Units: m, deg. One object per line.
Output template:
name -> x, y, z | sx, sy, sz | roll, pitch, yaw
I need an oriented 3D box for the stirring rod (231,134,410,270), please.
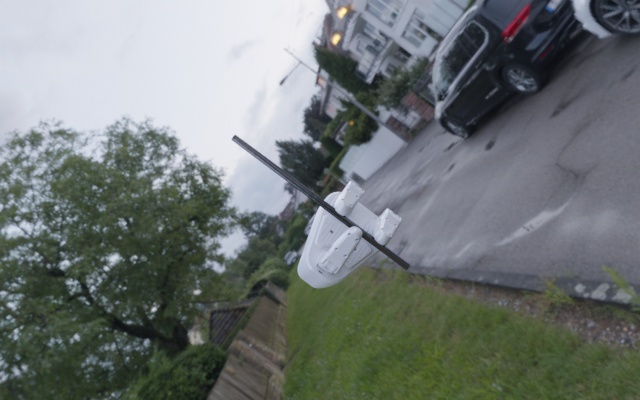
stirring rod -> 0.000, 0.002, 0.527 | 0.239, 0.011, 0.011 | 37, 1, 1
